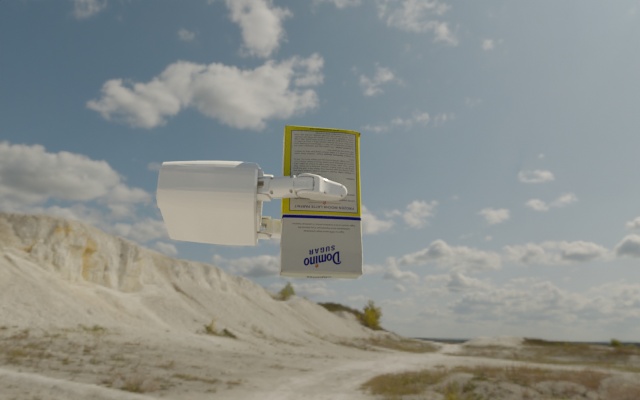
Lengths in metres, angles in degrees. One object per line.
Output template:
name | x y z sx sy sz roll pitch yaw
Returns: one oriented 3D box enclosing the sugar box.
sugar box | 0.000 0.002 0.562 0.093 0.176 0.048 3 -16 -7
